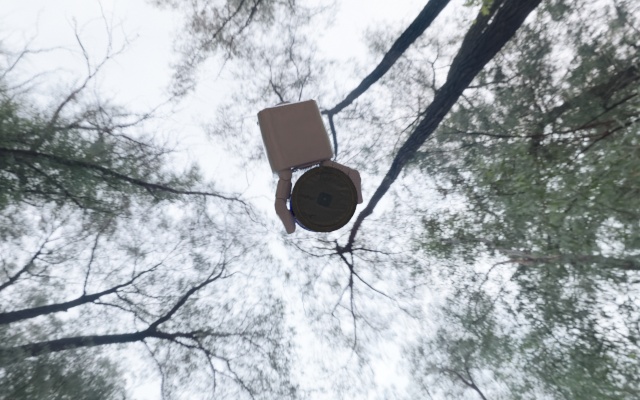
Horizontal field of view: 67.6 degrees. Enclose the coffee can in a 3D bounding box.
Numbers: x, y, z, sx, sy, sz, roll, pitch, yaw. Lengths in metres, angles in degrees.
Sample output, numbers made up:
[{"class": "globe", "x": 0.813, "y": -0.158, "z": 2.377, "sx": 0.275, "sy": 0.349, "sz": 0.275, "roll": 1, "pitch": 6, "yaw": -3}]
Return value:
[{"class": "coffee can", "x": 0.000, "y": 0.003, "z": 0.794, "sx": 0.103, "sy": 0.103, "sz": 0.140, "roll": 0, "pitch": -4, "yaw": -5}]
